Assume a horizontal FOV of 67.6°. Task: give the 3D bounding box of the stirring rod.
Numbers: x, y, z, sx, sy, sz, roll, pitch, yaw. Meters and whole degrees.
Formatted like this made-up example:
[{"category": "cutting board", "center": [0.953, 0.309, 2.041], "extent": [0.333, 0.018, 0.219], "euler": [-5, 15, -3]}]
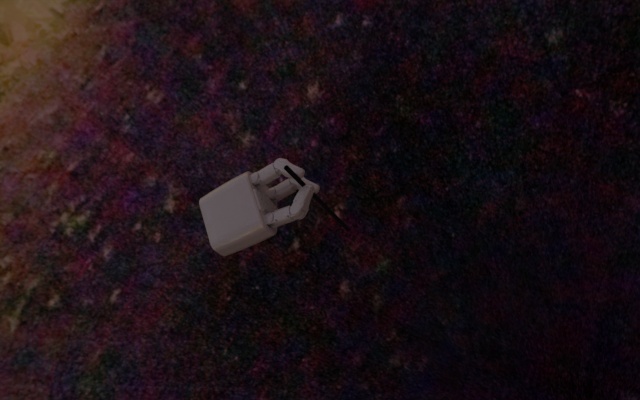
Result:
[{"category": "stirring rod", "center": [0.000, 0.003, 0.836], "extent": [0.011, 0.011, 0.240], "euler": [0, -27, 30]}]
